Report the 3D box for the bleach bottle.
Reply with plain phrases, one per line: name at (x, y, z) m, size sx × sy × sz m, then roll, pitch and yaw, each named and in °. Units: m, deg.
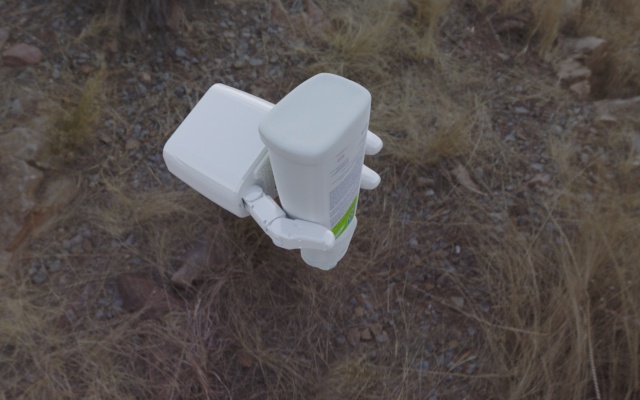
bleach bottle at (0.000, 0.002, 0.487) m, size 0.068 × 0.102 × 0.251 m, roll 29°, pitch -32°, yaw 22°
